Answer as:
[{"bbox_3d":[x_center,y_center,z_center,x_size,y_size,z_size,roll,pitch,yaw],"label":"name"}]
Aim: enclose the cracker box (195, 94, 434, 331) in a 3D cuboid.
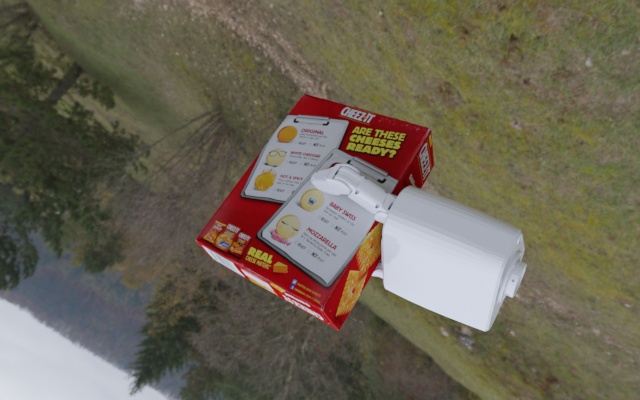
[{"bbox_3d":[0.000,0.002,0.507,0.164,0.213,0.072,22,-23,29],"label":"cracker box"}]
